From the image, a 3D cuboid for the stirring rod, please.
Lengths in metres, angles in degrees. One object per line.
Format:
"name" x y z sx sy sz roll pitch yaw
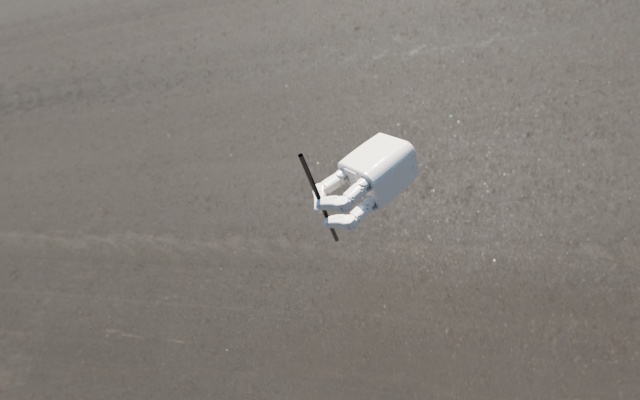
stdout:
"stirring rod" 0.000 0.003 0.836 0.011 0.011 0.240 0 -38 19
